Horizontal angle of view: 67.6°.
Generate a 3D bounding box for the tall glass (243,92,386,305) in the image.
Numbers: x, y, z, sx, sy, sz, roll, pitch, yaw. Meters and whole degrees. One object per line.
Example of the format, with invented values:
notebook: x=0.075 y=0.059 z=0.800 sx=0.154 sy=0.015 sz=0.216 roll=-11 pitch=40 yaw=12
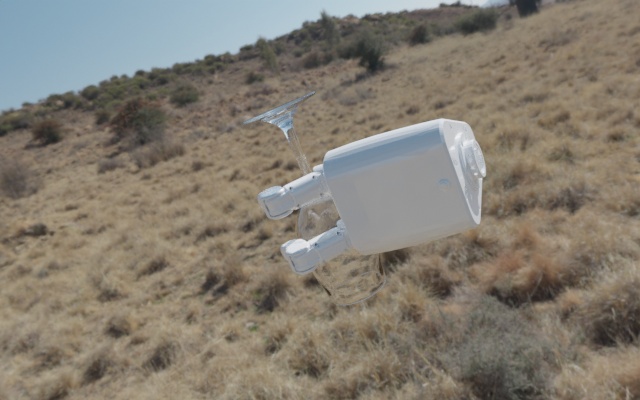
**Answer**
tall glass: x=0.000 y=0.001 z=0.469 sx=0.079 sy=0.201 sz=0.079 roll=-22 pitch=13 yaw=5
